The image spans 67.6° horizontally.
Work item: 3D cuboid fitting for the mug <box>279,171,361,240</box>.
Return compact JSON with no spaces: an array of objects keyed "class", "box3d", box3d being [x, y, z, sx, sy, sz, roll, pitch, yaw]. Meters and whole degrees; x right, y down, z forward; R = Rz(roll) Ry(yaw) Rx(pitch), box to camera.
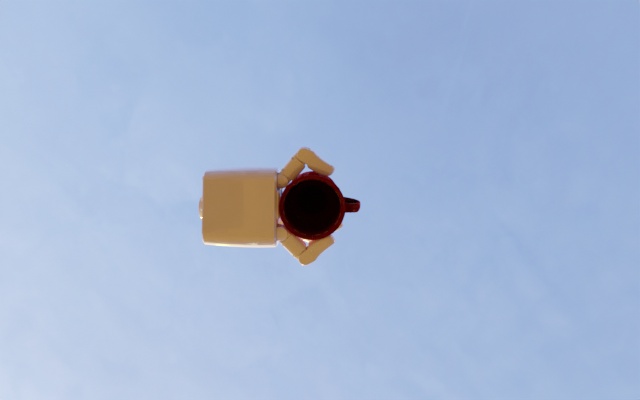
[{"class":"mug","box3d":[0.002,0.002,0.700,0.117,0.093,0.081,1,13,-1]}]
